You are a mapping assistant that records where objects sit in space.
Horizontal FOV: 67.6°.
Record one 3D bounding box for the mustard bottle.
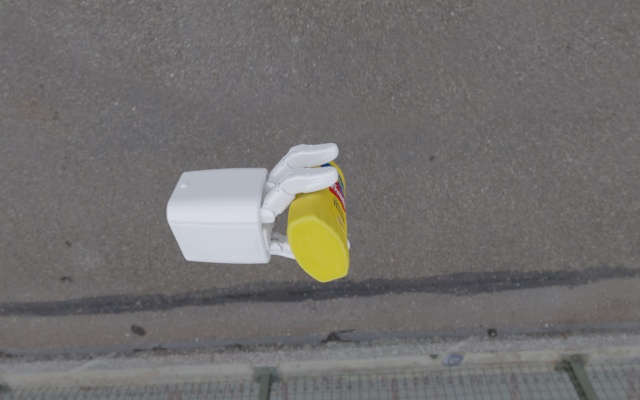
[{"bbox_3d":[0.000,0.002,0.585,0.058,0.096,0.191,-21,32,15],"label":"mustard bottle"}]
